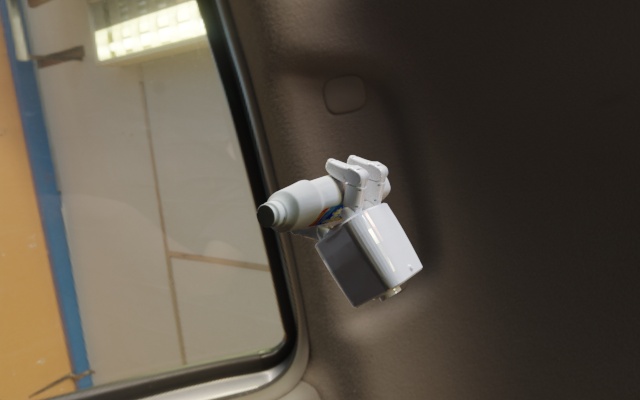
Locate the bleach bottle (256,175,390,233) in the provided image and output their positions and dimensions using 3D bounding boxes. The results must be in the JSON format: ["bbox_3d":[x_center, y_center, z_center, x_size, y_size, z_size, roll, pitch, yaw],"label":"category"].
[{"bbox_3d":[0.000,0.002,0.667,0.102,0.068,0.251,-37,-12,34],"label":"bleach bottle"}]
